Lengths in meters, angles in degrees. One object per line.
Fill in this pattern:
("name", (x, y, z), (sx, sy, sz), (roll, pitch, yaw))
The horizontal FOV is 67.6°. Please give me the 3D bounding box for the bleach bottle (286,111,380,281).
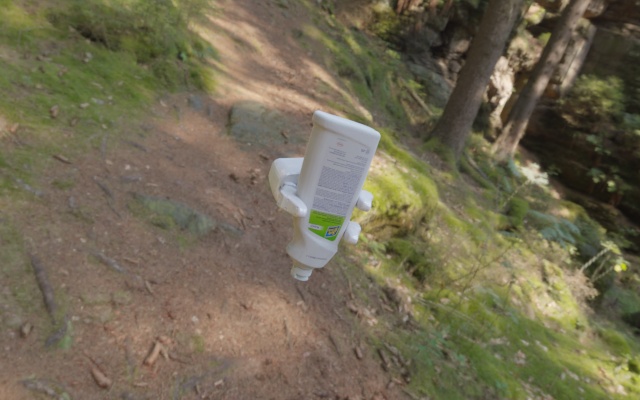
("bleach bottle", (0.000, 0.002, 0.711), (0.102, 0.251, 0.068), (15, 16, -19))
